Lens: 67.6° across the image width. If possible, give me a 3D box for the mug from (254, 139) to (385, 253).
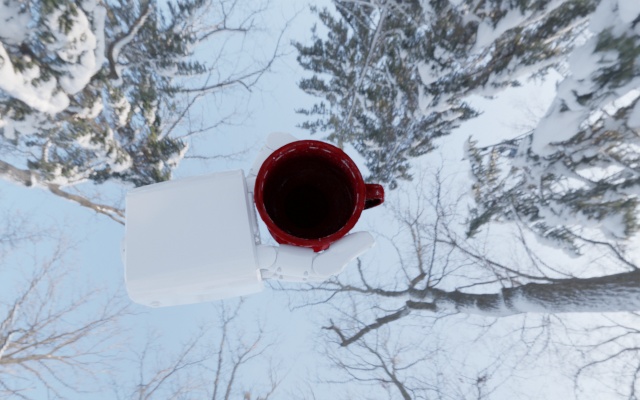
[{"bbox_3d":[0.001,0.001,0.435,0.117,0.093,0.081,-8,-15,-7],"label":"mug"}]
